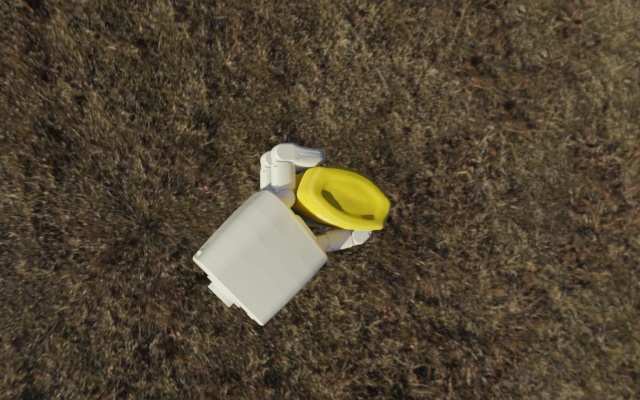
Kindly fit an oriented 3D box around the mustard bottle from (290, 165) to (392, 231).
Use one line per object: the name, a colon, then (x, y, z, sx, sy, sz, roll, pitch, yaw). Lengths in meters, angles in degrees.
mustard bottle: (0.000, 0.002, 0.571, 0.096, 0.058, 0.191, 23, -10, -18)
